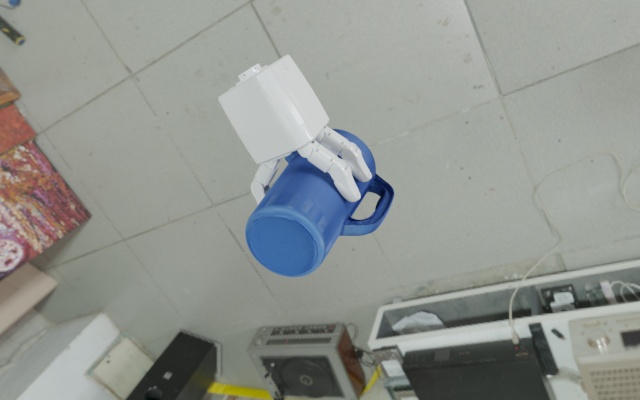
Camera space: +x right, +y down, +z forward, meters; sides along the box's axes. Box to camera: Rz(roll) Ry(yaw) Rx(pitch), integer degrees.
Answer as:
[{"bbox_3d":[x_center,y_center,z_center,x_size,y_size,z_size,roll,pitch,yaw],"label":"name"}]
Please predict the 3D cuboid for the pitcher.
[{"bbox_3d":[0.000,0.002,0.686,0.149,0.145,0.242,-21,20,29],"label":"pitcher"}]
